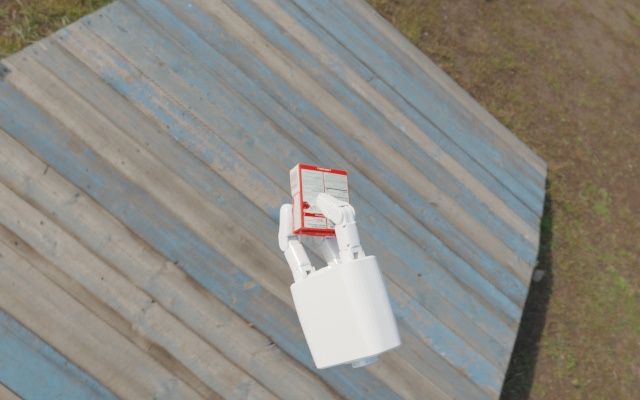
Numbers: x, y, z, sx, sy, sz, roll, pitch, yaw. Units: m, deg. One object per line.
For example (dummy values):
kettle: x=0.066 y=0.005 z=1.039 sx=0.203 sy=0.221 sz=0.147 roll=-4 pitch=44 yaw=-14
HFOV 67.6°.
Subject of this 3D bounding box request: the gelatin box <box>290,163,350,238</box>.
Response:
gelatin box: x=0.000 y=0.002 z=0.612 sx=0.073 sy=0.089 sz=0.030 roll=6 pitch=-20 yaw=-29
